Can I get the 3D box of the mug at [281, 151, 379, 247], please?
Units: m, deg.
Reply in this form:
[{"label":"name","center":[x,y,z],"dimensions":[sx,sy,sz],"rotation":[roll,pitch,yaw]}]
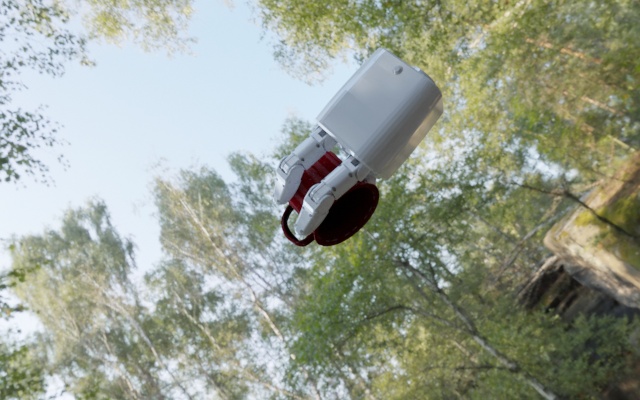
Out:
[{"label":"mug","center":[-0.001,0.003,0.564],"dimensions":[0.081,0.117,0.093],"rotation":[47,9,32]}]
